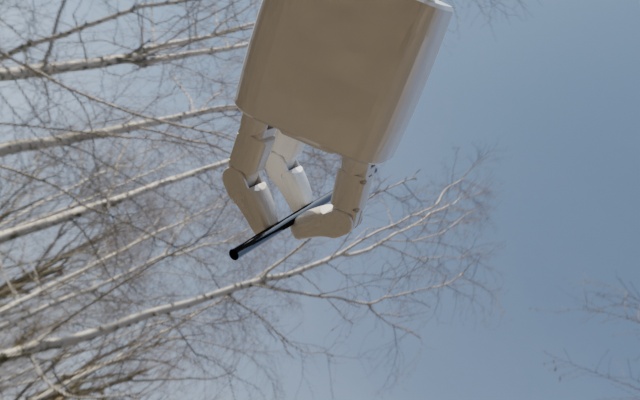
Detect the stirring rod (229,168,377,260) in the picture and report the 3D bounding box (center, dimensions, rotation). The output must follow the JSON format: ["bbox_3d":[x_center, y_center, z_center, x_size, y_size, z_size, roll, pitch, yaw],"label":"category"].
[{"bbox_3d":[0.000,0.001,0.415,0.011,0.011,0.239,0,17,30],"label":"stirring rod"}]
